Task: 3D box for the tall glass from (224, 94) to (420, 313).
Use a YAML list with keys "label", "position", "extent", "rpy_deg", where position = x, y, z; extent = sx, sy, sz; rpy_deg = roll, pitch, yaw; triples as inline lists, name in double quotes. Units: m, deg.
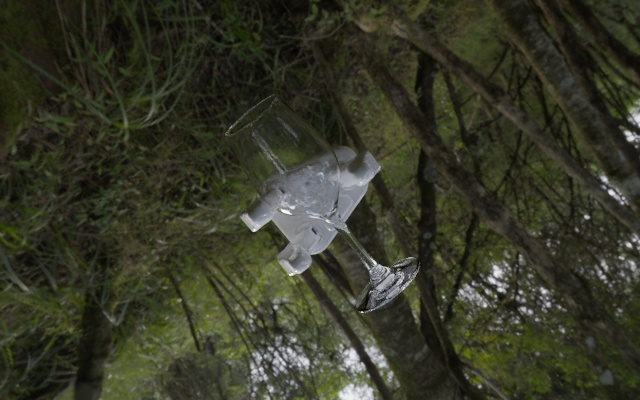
- label: "tall glass"
  position: [0.001, 0.002, 0.435]
  extent: [0.079, 0.201, 0.079]
  rpy_deg: [-39, 6, 5]
